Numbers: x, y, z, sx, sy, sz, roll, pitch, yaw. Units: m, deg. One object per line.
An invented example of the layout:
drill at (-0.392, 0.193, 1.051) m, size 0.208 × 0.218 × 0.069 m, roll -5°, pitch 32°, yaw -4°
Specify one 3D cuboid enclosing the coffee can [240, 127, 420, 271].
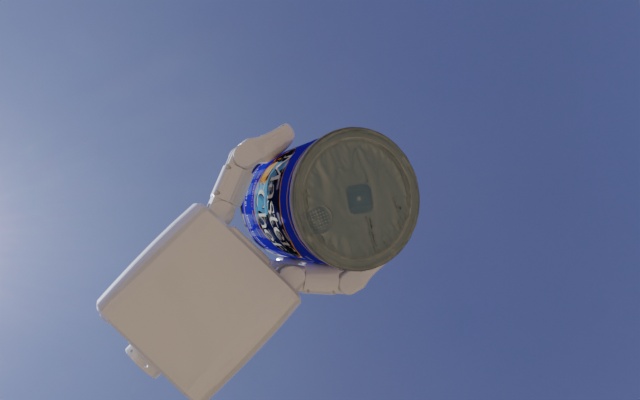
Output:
coffee can at (0.000, 0.001, 0.400) m, size 0.103 × 0.103 × 0.140 m, roll 0°, pitch -2°, yaw -24°
